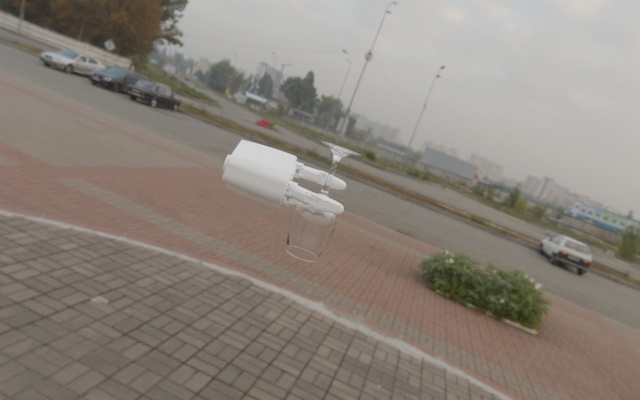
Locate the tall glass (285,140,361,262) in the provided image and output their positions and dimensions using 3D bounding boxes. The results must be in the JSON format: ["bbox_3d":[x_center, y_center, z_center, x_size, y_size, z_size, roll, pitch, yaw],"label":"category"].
[{"bbox_3d":[0.001,0.002,0.827,0.079,0.201,0.079,19,9,-3],"label":"tall glass"}]
